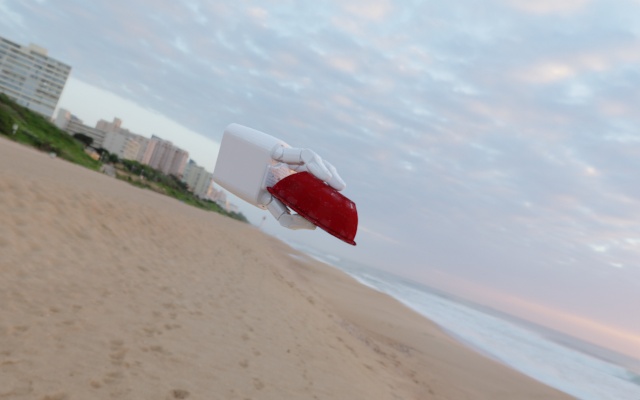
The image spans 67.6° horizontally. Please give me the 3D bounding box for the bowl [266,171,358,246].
[{"bbox_3d":[0.001,0.003,0.719,0.162,0.055,0.162,33,3,-2],"label":"bowl"}]
